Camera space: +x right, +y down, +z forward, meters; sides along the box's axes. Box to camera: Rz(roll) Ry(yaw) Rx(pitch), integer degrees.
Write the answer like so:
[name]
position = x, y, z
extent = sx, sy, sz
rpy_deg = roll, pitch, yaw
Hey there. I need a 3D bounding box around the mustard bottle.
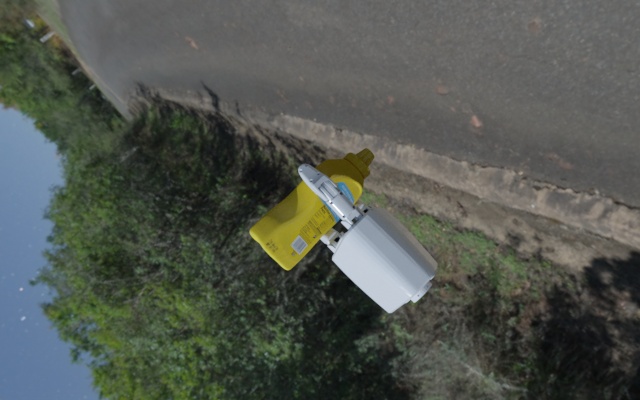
[mustard bottle]
position = 0.000, 0.002, 0.633
extent = 0.058, 0.191, 0.096
rpy_deg = 41, -8, 34
